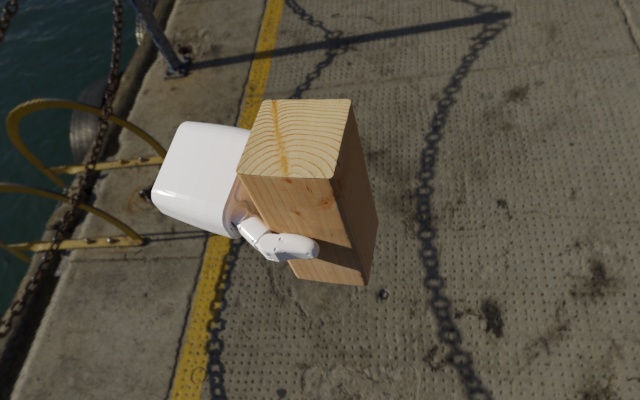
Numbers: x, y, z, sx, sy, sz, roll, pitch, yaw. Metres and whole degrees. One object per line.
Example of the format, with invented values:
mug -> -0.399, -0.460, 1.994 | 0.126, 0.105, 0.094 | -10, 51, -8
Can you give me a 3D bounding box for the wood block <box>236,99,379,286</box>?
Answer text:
wood block -> 0.000, 0.002, 0.497 | 0.090, 0.090, 0.206 | 4, -33, 18
